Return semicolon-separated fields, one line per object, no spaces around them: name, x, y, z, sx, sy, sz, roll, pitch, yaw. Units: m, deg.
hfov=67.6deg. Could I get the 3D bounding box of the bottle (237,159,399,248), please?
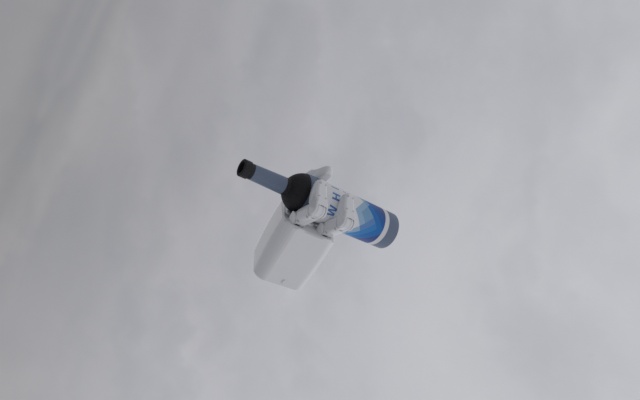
bottle;0.000;0.003;0.768;0.296;0.069;0.069;24;-13;-31
